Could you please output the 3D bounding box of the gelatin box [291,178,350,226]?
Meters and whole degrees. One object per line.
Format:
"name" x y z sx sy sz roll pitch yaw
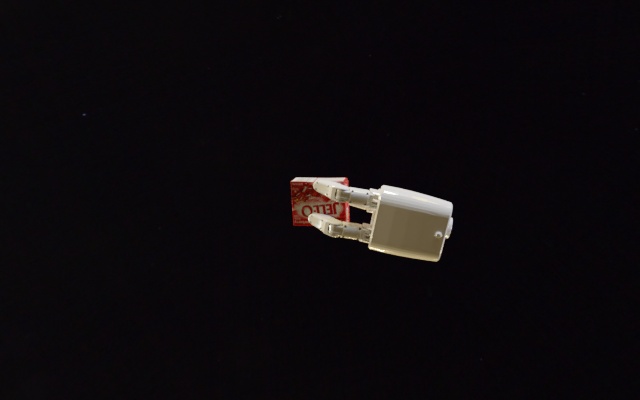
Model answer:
"gelatin box" 0.000 0.002 0.752 0.089 0.073 0.030 1 15 16
